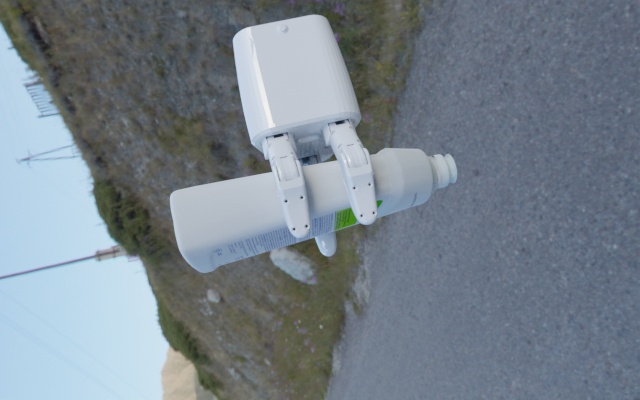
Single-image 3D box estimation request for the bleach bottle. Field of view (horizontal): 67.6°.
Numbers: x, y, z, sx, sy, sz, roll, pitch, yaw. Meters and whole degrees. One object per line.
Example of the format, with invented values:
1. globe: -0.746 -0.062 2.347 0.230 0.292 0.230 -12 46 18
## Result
1. bleach bottle: 0.000 0.001 0.441 0.251 0.068 0.102 -13 -16 -6
